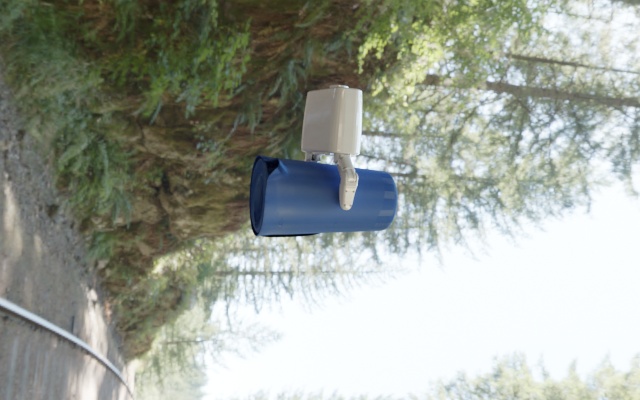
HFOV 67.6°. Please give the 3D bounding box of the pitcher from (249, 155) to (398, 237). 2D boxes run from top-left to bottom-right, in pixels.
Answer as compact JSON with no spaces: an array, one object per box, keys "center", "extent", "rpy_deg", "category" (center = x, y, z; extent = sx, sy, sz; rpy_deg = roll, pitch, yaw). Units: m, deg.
[{"center":[0.000,0.003,0.826],"extent":[0.243,0.145,0.149],"rpy_deg":[3,4,-19],"category":"pitcher"}]
